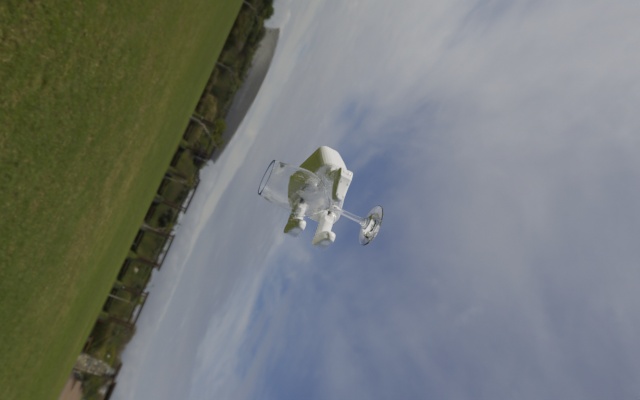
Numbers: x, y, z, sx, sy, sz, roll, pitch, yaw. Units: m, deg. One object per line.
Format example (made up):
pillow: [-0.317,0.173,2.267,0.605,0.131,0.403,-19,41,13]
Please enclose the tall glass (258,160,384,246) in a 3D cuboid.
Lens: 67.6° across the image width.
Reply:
tall glass: [0.001,0.003,0.790,0.201,0.079,0.079,25,-7,-16]
